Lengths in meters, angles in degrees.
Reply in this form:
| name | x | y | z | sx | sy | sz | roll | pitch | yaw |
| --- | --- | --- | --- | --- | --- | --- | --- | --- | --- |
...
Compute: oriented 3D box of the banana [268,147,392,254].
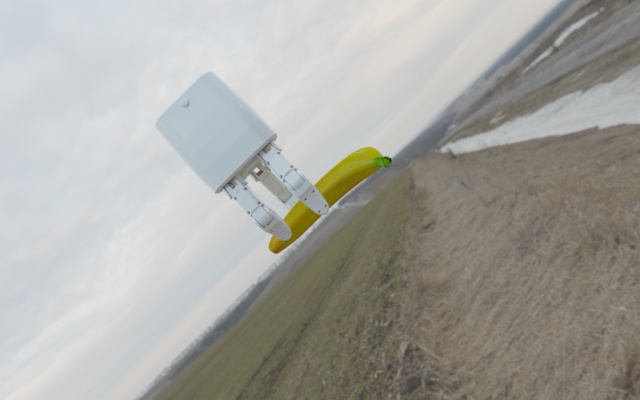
| name | x | y | z | sx | sy | sz | roll | pitch | yaw |
| --- | --- | --- | --- | --- | --- | --- | --- | --- | --- |
| banana | 0.007 | -0.007 | 0.582 | 0.198 | 0.037 | 0.069 | -41 | 7 | 27 |
